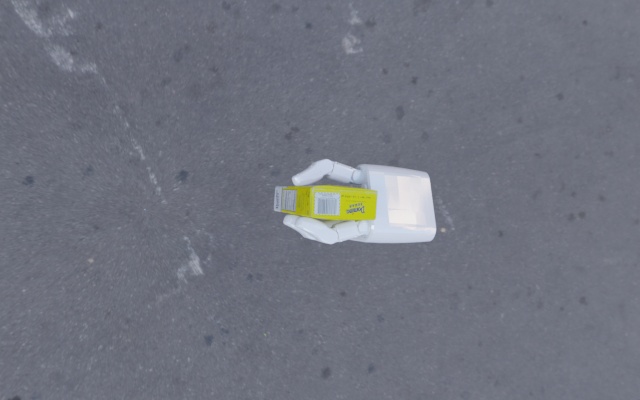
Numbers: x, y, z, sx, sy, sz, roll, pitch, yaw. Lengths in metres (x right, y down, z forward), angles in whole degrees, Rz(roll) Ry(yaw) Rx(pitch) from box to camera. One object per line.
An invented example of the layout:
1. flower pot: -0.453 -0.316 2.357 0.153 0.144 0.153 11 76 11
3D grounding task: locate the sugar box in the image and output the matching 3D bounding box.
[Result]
1. sugar box: 0.000 0.003 0.684 0.093 0.048 0.176 4 -2 -20
